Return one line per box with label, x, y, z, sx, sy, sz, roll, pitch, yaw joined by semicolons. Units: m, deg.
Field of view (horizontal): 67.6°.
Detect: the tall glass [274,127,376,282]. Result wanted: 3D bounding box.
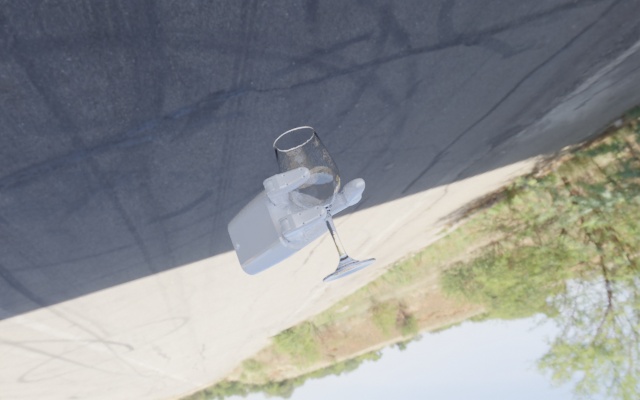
tall glass;0.000;0.003;0.638;0.079;0.201;0.079;-21;-16;-6
